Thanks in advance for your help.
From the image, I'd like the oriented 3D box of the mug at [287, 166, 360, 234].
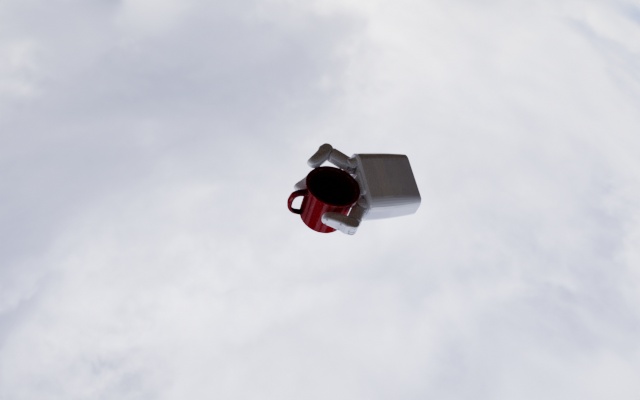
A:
[{"bbox_3d":[-0.001,0.003,0.807,0.117,0.093,0.082,-4,-40,-23],"label":"mug"}]
